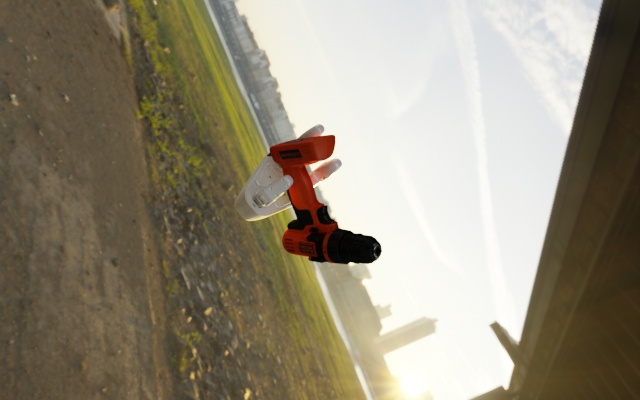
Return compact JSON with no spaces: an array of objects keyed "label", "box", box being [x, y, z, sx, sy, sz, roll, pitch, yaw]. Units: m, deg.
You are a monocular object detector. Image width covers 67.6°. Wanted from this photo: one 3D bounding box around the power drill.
[{"label":"power drill","box":[0.000,0.002,0.695,0.184,0.188,0.057,1,17,43]}]
